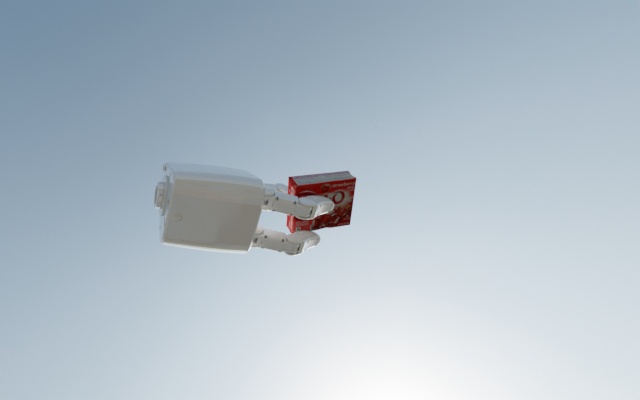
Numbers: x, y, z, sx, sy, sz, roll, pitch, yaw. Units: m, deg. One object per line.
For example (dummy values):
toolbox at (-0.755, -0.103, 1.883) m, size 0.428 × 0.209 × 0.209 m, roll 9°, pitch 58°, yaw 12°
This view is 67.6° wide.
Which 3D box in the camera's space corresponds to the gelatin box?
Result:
gelatin box at (0.000, 0.002, 0.638) m, size 0.089 × 0.073 × 0.030 m, roll -8°, pitch 31°, yaw -23°
